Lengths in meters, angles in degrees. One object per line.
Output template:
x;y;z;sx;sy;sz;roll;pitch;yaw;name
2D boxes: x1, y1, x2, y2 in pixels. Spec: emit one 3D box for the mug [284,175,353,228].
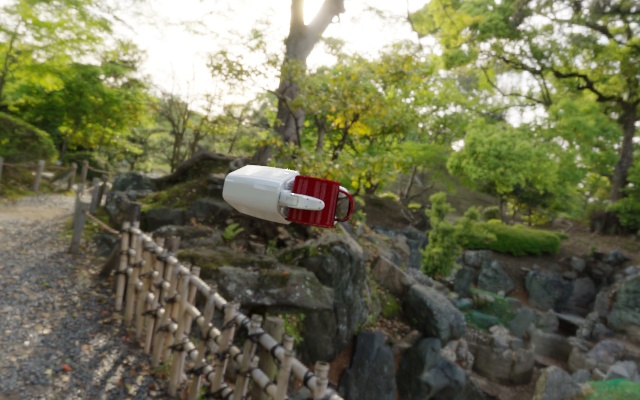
0.002;0.003;0.835;0.117;0.081;0.093;10;2;14;mug
